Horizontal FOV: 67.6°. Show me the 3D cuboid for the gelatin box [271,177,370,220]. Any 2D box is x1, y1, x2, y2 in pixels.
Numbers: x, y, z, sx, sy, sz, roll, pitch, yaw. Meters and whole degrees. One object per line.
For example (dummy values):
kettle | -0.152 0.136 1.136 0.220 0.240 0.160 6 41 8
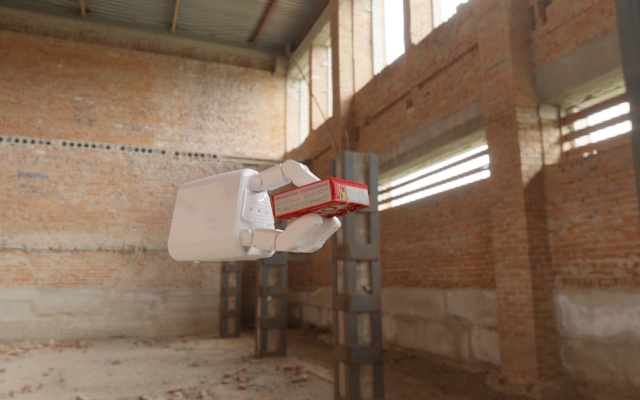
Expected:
gelatin box | 0.000 0.001 0.547 0.089 0.030 0.073 -16 -15 35
